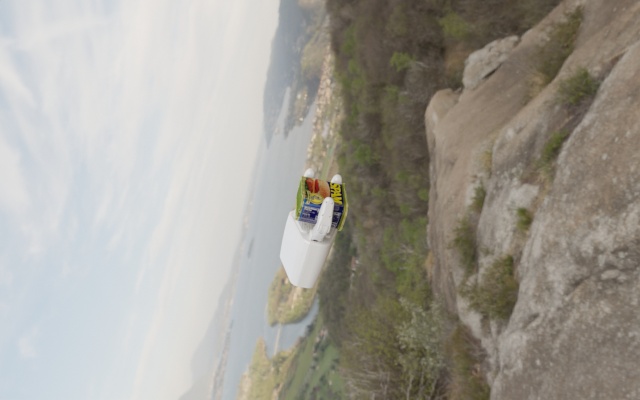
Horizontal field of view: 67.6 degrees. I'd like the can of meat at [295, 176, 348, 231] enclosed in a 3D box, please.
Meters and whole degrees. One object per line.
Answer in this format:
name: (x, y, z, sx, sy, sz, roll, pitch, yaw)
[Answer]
can of meat: (0.000, 0.003, 0.868, 0.084, 0.057, 0.102, 12, 32, -9)
